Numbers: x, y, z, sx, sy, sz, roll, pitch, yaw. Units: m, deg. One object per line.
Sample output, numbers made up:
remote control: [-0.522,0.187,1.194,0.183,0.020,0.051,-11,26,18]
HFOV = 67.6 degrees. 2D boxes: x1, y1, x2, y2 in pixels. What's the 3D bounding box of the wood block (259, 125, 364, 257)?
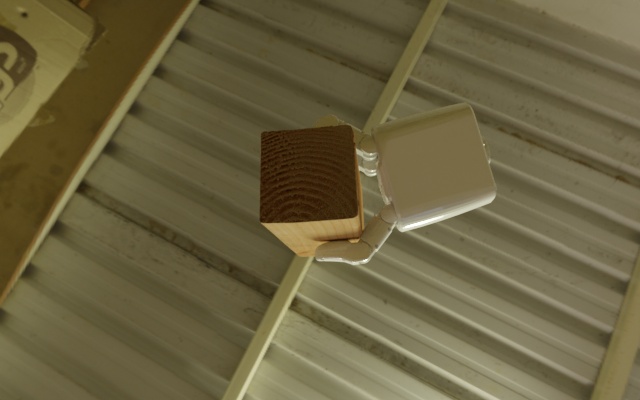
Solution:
wood block: [0.001,0.002,0.529,0.090,0.090,0.206,-4,-16,7]
